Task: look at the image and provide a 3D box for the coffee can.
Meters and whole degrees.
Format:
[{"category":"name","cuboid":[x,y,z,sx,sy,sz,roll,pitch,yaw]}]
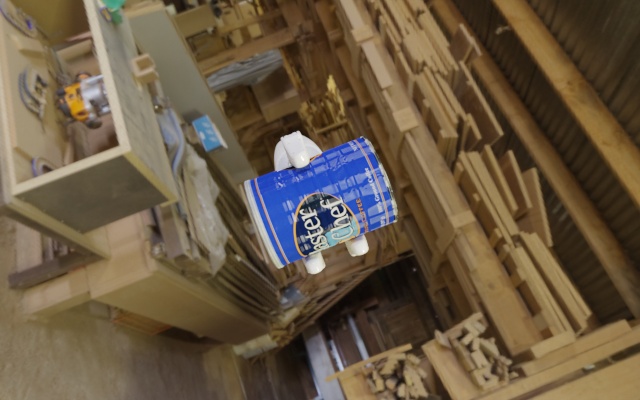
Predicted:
[{"category":"coffee can","cuboid":[0.000,0.002,0.527,0.140,0.103,0.103,-21,1,-2]}]
